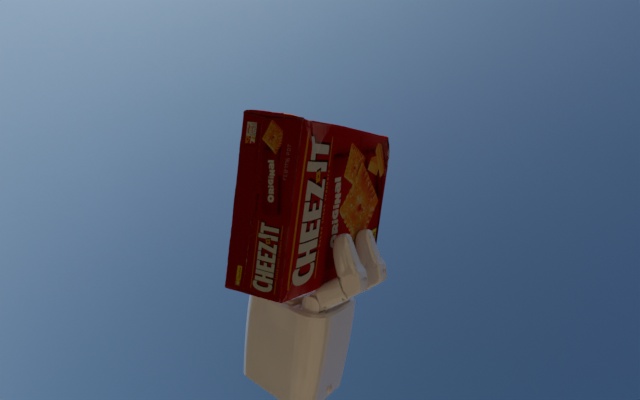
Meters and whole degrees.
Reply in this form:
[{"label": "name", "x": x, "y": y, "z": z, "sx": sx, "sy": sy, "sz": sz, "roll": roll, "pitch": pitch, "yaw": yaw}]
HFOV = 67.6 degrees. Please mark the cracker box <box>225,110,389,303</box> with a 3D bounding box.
[{"label": "cracker box", "x": 0.000, "y": 0.002, "z": 0.504, "sx": 0.072, "sy": 0.164, "sz": 0.213, "roll": 10, "pitch": 7, "yaw": 27}]
